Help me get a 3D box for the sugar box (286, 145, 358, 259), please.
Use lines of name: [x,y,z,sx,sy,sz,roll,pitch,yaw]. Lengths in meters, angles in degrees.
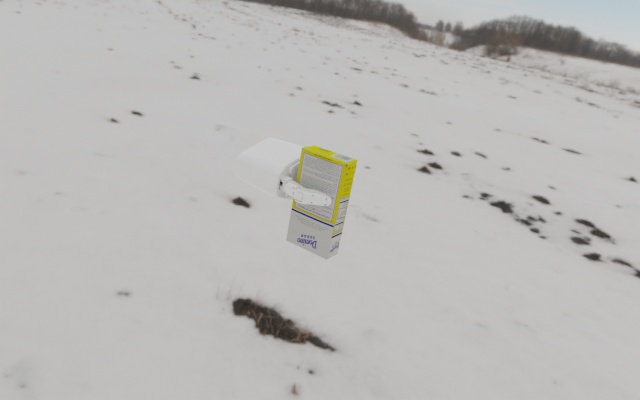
sugar box: [0.000,0.002,0.827,0.093,0.176,0.048,23,25,28]
